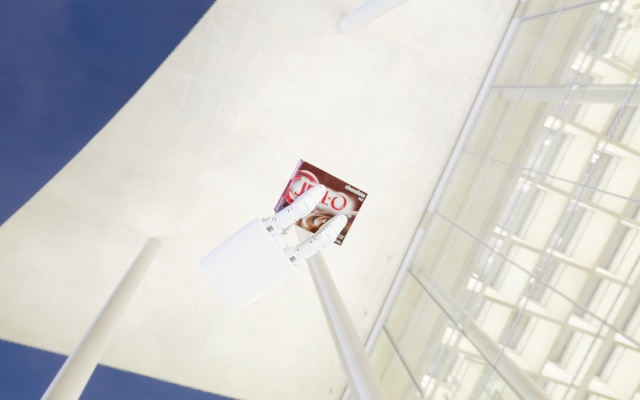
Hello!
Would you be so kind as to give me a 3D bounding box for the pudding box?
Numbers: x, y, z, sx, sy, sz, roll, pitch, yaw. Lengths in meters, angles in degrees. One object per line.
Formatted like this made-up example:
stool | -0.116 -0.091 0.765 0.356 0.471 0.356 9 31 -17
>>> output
pudding box | 0.000 0.002 0.706 0.113 0.090 0.039 26 6 -15
